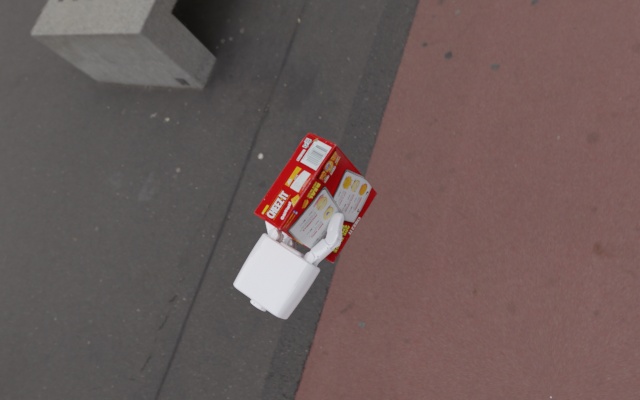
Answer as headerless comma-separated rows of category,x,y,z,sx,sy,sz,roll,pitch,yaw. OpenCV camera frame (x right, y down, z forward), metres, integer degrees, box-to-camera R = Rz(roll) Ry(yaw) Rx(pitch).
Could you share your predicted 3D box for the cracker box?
cracker box,0.000,0.003,0.846,0.072,0.164,0.214,30,-6,32
